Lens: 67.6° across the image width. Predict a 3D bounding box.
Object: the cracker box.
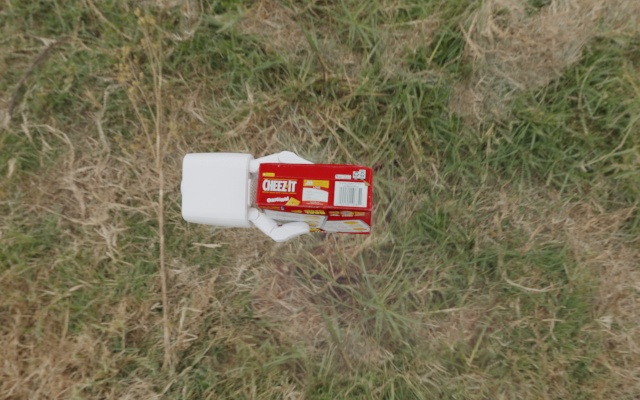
[{"bbox_3d":[0.000,0.003,0.763,0.164,0.072,0.214,2,-12,6],"label":"cracker box"}]
